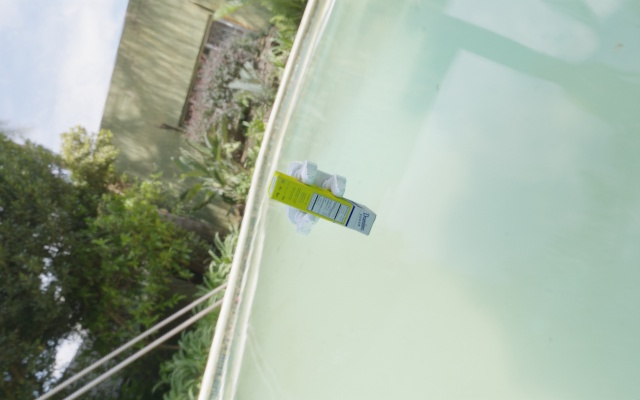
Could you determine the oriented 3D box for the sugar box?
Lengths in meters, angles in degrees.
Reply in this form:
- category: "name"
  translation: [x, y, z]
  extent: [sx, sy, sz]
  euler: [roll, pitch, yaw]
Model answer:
- category: "sugar box"
  translation: [0.000, 0.002, 0.808]
  extent: [0.176, 0.048, 0.093]
  euler: [19, 7, -11]
